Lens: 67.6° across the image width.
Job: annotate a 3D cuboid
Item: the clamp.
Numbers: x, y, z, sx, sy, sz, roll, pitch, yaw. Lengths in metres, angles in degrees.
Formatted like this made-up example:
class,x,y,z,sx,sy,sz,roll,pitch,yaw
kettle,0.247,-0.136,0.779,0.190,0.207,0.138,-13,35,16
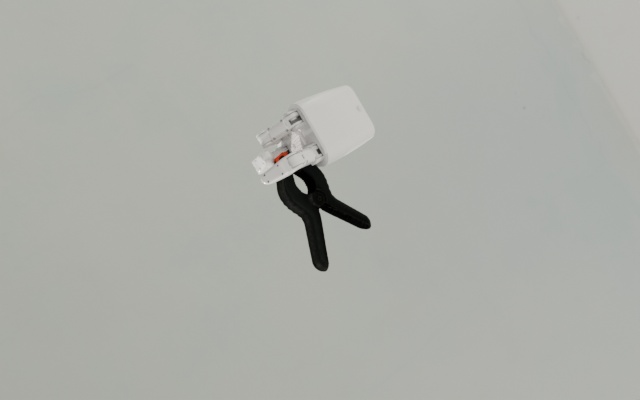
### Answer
class,x,y,z,sx,sy,sz,roll,pitch,yaw
clamp,0.000,0.002,0.679,0.120,0.171,0.039,-29,1,-43
